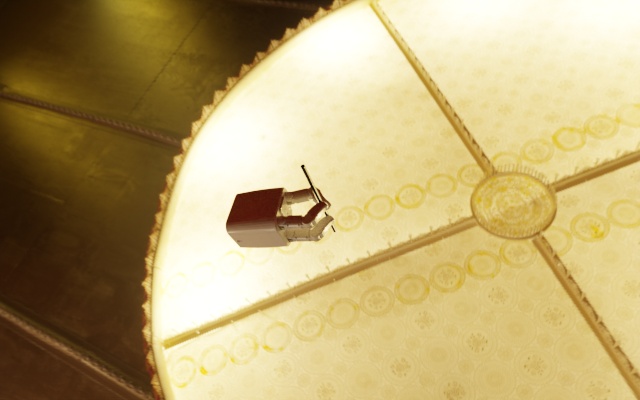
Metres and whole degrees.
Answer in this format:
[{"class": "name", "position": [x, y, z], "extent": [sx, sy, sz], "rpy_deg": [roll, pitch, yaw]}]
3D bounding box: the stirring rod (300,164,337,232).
[{"class": "stirring rod", "position": [0.000, 0.003, 0.900], "extent": [0.011, 0.011, 0.240], "rpy_deg": [0, -30, 17]}]
